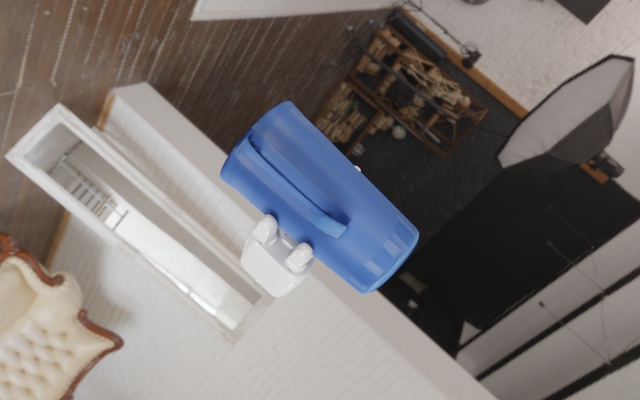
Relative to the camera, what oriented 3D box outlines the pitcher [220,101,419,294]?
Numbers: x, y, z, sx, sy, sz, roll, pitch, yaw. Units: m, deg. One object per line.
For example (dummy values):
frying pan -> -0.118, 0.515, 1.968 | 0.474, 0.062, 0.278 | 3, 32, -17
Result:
pitcher -> 0.000, 0.002, 0.595 | 0.149, 0.243, 0.145 | -45, -5, -36
